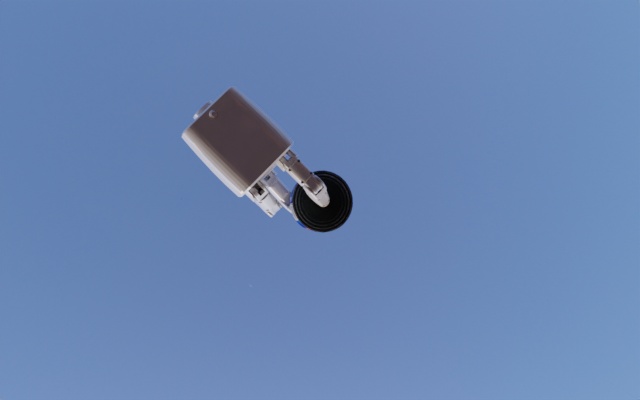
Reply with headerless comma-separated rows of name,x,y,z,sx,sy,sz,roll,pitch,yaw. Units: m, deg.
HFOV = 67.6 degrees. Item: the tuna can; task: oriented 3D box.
tuna can,0.000,0.002,0.673,0.086,0.086,0.034,0,-4,-12
